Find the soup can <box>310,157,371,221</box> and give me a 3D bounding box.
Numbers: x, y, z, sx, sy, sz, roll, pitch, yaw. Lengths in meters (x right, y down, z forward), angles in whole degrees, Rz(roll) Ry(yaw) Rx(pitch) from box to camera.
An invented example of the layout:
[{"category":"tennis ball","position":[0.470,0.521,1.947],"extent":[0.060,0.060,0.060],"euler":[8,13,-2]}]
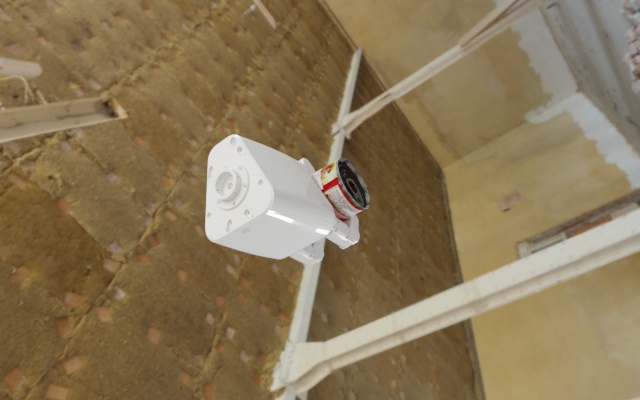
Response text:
[{"category":"soup can","position":[0.000,0.002,0.581],"extent":[0.102,0.068,0.068],"euler":[-30,-13,24]}]
